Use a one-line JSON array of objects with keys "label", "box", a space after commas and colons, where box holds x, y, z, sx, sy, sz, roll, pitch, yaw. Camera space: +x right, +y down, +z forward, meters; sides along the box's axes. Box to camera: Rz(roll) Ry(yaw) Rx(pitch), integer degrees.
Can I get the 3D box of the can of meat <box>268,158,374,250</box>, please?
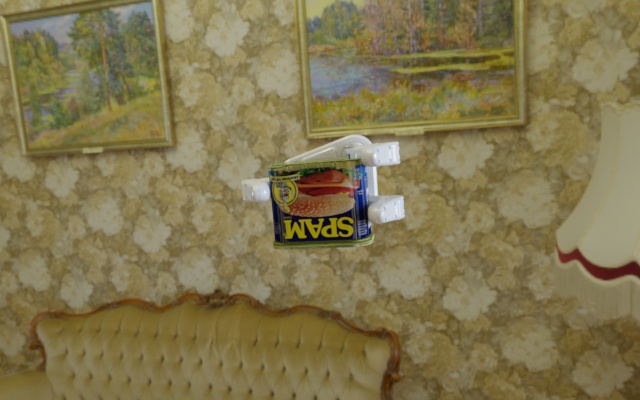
[{"label": "can of meat", "box": [0.000, 0.001, 0.481, 0.102, 0.084, 0.057, -3, 7, 11]}]
